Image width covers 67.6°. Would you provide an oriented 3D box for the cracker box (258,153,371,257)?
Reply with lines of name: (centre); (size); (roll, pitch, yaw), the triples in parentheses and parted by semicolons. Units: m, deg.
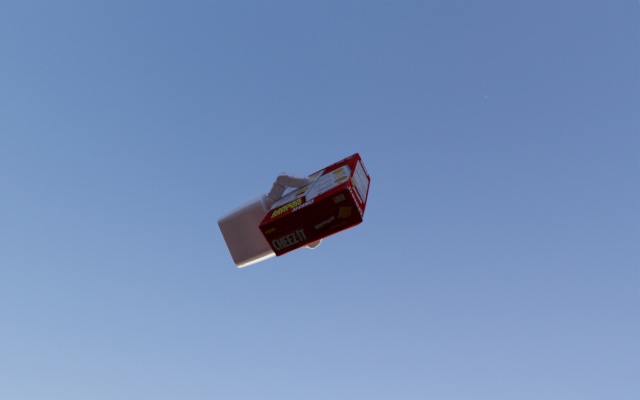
cracker box: (0.000, 0.003, 0.853); (0.164, 0.072, 0.213); (-24, 15, 17)
